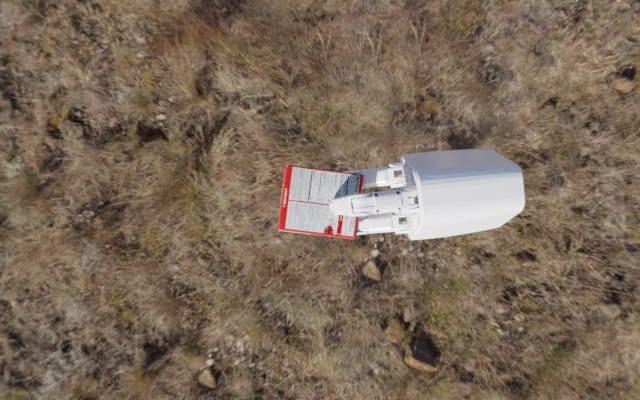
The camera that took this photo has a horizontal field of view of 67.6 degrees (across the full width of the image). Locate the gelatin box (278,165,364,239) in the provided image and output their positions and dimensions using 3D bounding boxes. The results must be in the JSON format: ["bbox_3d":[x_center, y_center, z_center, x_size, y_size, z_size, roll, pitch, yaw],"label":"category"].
[{"bbox_3d":[0.000,0.002,0.536,0.089,0.073,0.030,7,0,-4],"label":"gelatin box"}]
